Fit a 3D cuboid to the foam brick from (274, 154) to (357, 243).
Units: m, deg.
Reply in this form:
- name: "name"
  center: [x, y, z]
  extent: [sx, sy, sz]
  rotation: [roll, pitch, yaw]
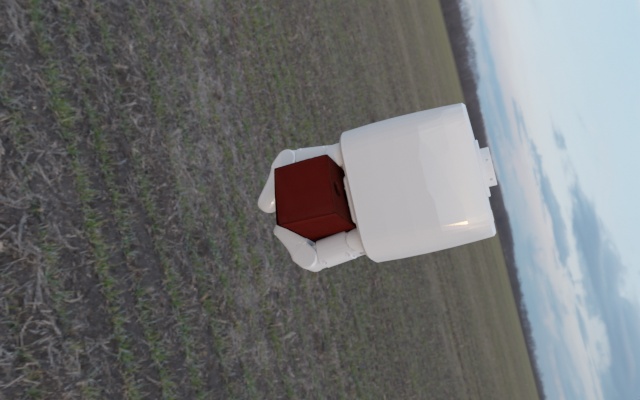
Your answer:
- name: "foam brick"
  center: [0.000, 0.001, 0.418]
  extent: [0.051, 0.053, 0.078]
  rotation: [-13, -20, 20]
